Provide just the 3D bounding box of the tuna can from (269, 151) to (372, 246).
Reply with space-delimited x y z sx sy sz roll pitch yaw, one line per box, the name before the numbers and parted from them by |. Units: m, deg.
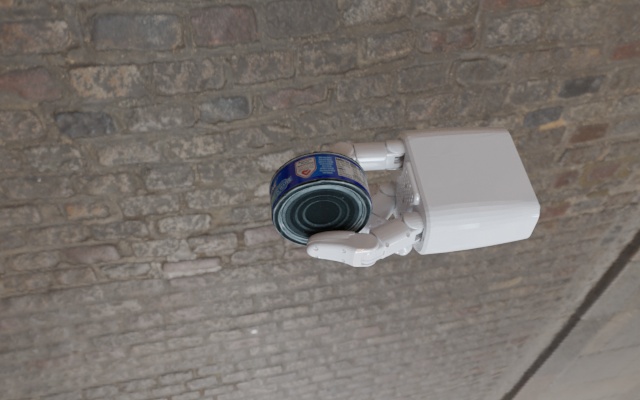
tuna can | 0.000 0.002 0.404 0.086 0.033 0.086 -5 -43 -4
